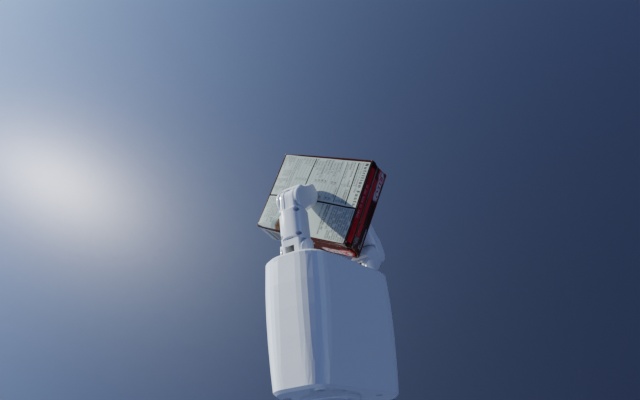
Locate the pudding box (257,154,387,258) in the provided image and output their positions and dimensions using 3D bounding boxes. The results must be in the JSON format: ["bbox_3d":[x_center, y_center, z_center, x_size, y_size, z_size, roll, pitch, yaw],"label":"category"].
[{"bbox_3d":[0.000,0.002,0.482,0.113,0.090,0.039,10,-20,34],"label":"pudding box"}]
